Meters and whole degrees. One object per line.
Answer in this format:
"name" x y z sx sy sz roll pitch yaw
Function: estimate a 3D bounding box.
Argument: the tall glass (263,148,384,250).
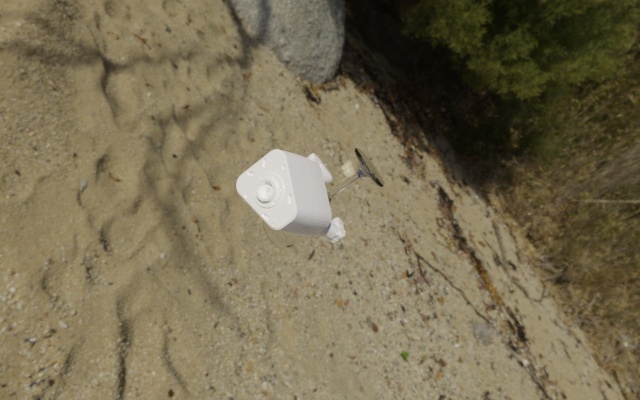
"tall glass" 0.001 0.002 0.780 0.201 0.079 0.079 -36 -13 18
